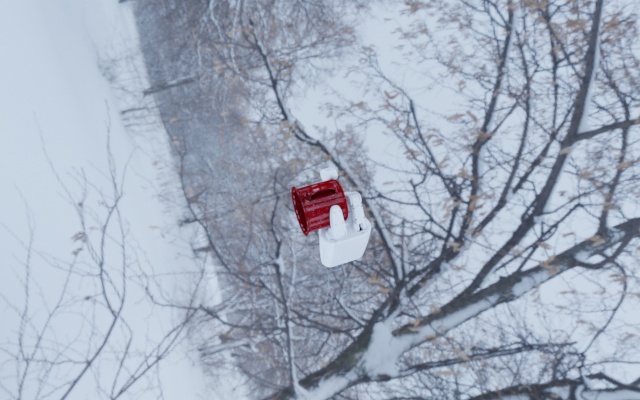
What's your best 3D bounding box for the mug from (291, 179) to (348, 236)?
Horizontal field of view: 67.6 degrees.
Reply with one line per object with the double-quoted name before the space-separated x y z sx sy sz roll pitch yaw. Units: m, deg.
"mug" 0.000 0.002 0.855 0.081 0.093 0.117 -16 -30 -13
